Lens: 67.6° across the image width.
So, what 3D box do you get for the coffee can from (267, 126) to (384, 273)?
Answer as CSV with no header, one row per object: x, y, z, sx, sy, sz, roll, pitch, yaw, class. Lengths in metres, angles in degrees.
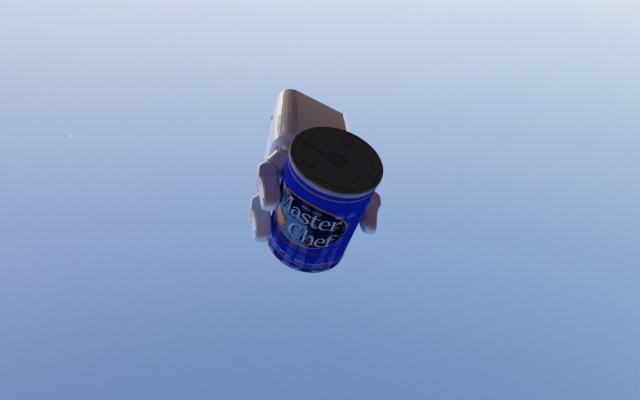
0.000,0.002,0.548,0.103,0.102,0.140,0,-42,-20,coffee can
